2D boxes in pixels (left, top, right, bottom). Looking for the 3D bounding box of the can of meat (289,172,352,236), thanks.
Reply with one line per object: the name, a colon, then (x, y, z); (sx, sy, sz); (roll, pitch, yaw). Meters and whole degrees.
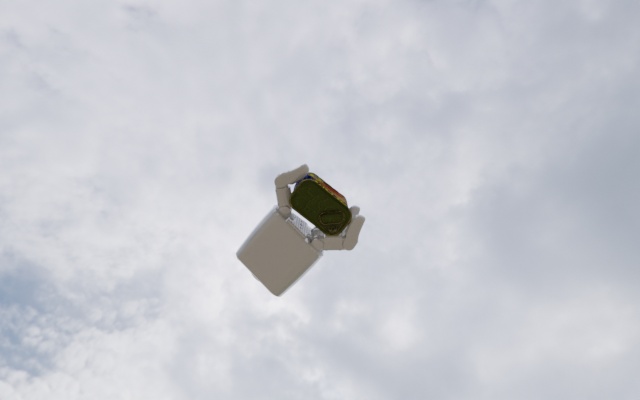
can of meat: (0.000, 0.002, 0.788); (0.102, 0.057, 0.084); (38, 11, -9)
